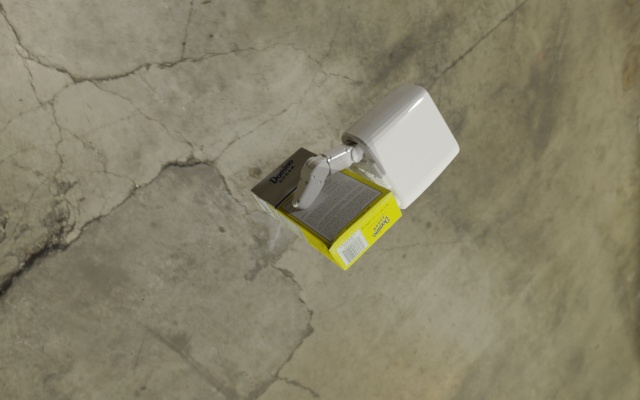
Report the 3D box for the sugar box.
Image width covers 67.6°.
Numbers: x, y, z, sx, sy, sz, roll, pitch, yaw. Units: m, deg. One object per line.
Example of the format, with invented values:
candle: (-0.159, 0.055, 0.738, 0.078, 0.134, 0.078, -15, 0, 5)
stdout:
sugar box: (0.000, 0.002, 0.565, 0.093, 0.048, 0.176, -41, 38, -14)
